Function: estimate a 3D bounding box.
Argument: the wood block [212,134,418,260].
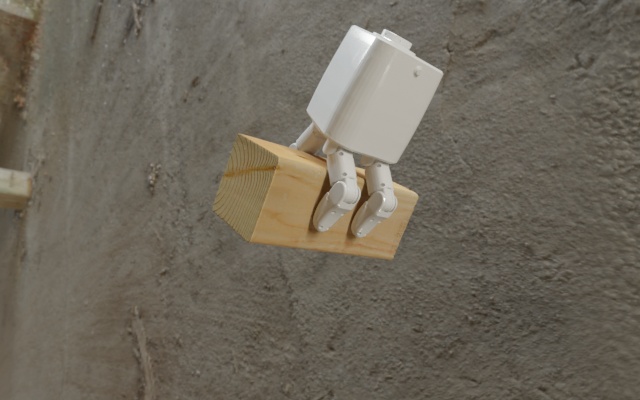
[{"bbox_3d":[0.000,0.001,0.537,0.206,0.090,0.090,12,13,-40],"label":"wood block"}]
